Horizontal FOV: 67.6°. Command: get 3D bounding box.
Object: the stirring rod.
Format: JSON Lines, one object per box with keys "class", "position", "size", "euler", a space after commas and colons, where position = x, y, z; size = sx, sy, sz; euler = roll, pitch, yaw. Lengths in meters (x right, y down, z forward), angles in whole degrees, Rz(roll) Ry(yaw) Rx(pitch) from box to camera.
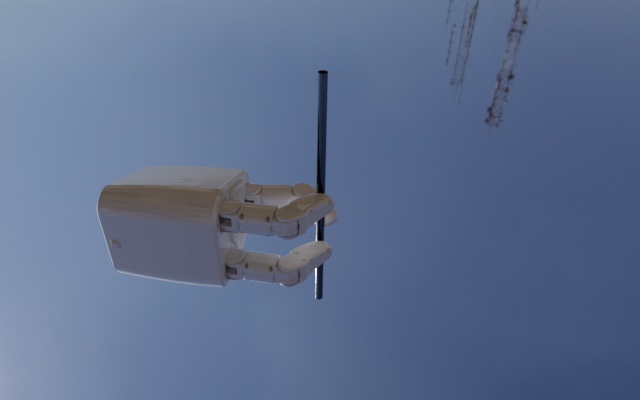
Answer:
{"class": "stirring rod", "position": [0.000, 0.001, 0.432], "size": [0.011, 0.240, 0.011], "euler": [1, 34, 0]}
